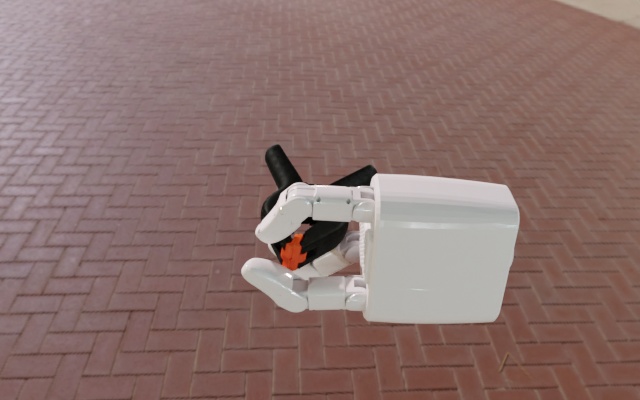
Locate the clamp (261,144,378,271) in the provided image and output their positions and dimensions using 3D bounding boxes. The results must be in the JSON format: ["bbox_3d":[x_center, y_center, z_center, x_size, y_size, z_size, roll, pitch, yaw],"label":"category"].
[{"bbox_3d":[0.000,0.001,0.452,0.120,0.039,0.171,3,38,-1],"label":"clamp"}]
